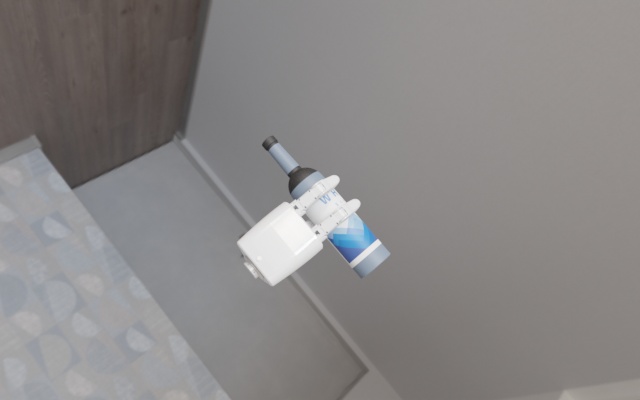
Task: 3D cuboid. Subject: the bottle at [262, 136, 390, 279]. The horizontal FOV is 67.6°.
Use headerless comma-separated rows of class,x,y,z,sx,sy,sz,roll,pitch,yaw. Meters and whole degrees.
bottle,0.000,0.003,0.838,0.069,0.295,0.069,-40,-8,-7
